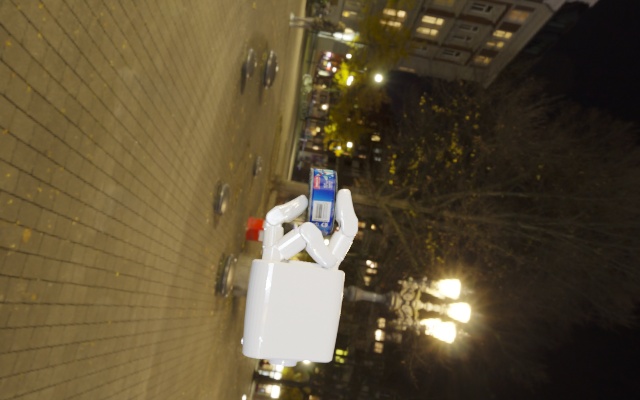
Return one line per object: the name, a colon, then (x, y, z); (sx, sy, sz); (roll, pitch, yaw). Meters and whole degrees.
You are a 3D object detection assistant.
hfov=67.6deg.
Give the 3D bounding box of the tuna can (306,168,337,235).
tuna can: (0.001, 0.002, 0.616); (0.034, 0.086, 0.086); (5, 0, -3)
